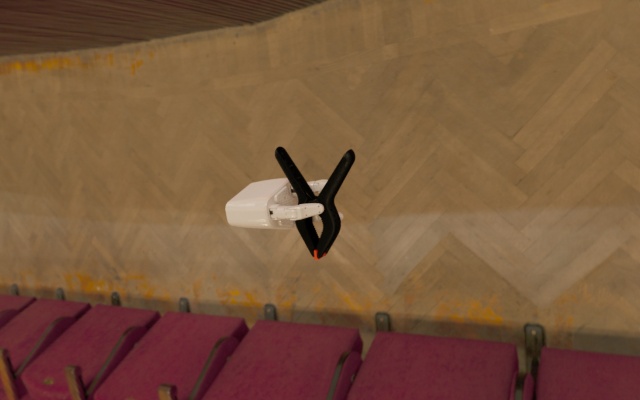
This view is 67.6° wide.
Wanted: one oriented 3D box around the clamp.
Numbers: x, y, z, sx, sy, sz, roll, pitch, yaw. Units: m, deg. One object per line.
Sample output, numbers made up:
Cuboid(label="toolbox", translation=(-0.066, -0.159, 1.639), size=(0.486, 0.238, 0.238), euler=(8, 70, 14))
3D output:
Cuboid(label="clamp", translation=(0.000, 0.003, 0.839), size=(0.164, 0.210, 0.036), euler=(-1, 13, 37))
